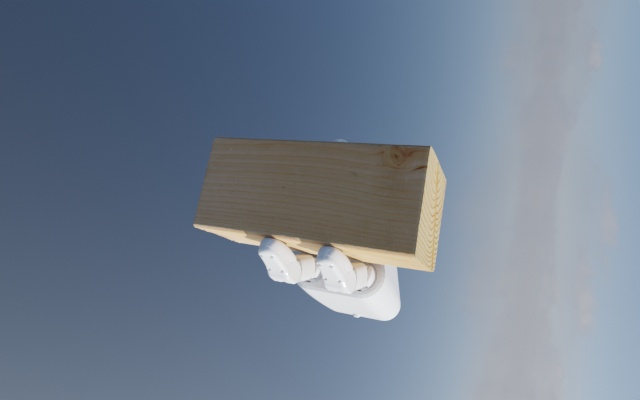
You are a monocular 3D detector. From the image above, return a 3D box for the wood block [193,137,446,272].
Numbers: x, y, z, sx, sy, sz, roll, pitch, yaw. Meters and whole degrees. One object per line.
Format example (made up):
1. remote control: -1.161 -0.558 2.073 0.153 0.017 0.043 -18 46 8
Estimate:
1. wood block: 0.000 0.001 0.440 0.206 0.090 0.090 5 -13 24
